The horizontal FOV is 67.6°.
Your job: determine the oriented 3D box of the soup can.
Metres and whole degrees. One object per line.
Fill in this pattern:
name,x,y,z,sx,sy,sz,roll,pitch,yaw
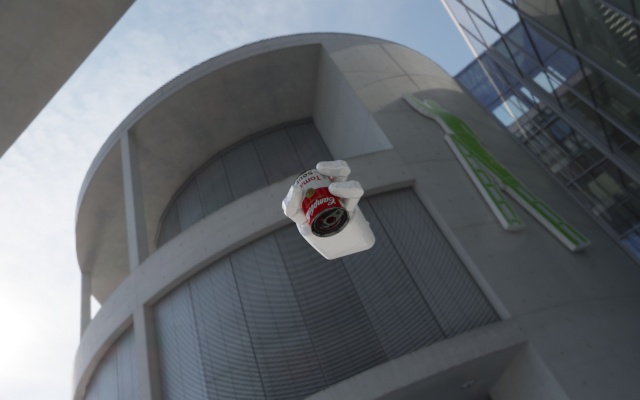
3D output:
soup can,0.000,0.002,0.805,0.068,0.068,0.102,0,42,-26
